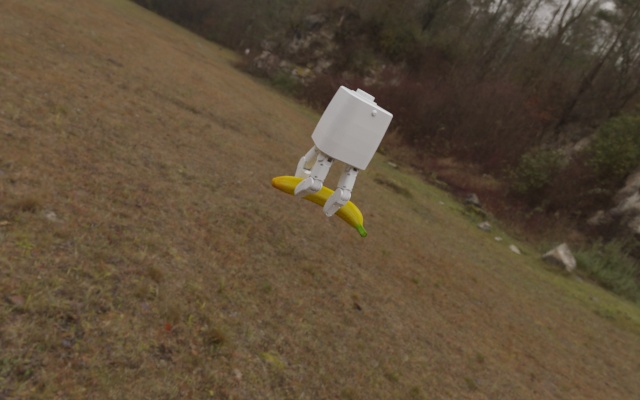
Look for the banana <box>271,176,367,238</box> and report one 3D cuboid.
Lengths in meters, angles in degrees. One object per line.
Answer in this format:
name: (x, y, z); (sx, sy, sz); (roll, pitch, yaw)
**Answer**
banana: (0.003, -0.002, 0.872); (0.198, 0.037, 0.069); (28, 18, -10)
